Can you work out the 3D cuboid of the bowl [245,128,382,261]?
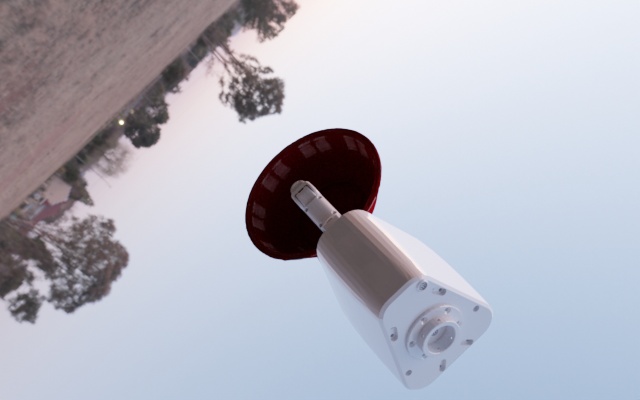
[{"bbox_3d":[0.000,0.001,0.512,0.162,0.162,0.055,0,-31,34],"label":"bowl"}]
